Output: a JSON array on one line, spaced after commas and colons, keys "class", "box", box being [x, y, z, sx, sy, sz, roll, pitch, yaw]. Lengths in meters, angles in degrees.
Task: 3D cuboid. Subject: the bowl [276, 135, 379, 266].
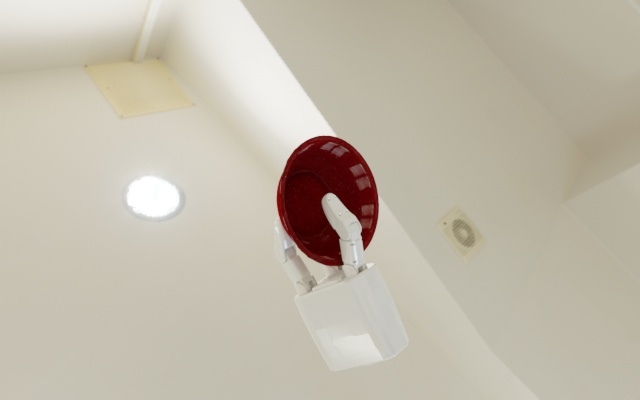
[{"class": "bowl", "box": [0.000, 0.001, 0.605, 0.162, 0.162, 0.055, 0, -6, -40]}]
